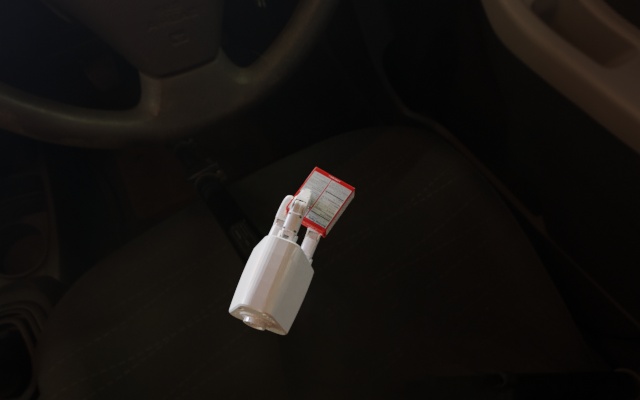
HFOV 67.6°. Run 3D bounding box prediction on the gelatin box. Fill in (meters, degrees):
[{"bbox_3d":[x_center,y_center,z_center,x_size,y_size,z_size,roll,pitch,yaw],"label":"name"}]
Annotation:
[{"bbox_3d":[0.000,0.002,0.740,0.073,0.089,0.030,29,-22,15],"label":"gelatin box"}]
